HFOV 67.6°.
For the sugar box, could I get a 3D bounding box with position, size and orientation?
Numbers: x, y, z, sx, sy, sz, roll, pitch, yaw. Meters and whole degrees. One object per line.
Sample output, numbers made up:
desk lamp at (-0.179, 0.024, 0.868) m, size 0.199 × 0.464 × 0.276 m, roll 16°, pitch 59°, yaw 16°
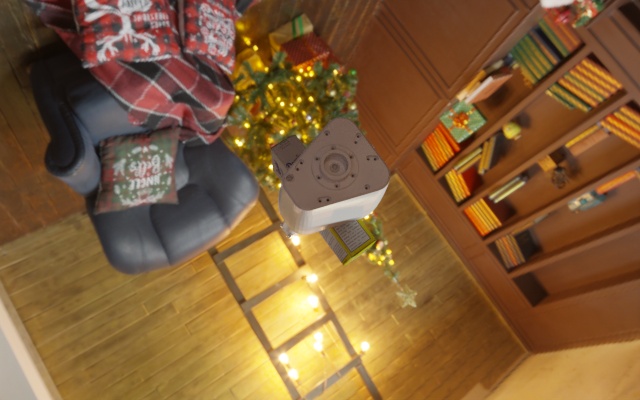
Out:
sugar box at (0.001, 0.002, 0.643) m, size 0.048 × 0.176 × 0.093 m, roll -32°, pitch -10°, yaw -12°
